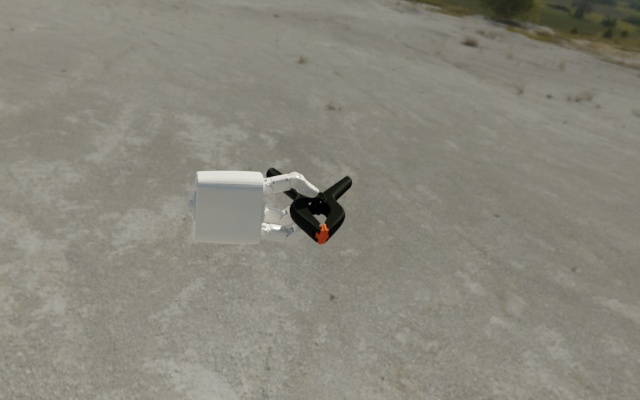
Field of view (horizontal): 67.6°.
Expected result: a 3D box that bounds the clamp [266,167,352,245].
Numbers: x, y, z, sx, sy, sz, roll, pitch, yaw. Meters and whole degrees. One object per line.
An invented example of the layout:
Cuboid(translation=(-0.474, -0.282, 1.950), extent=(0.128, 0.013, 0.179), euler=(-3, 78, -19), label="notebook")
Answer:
Cuboid(translation=(0.000, 0.002, 0.834), extent=(0.164, 0.036, 0.209), euler=(1, 32, -17), label="clamp")
